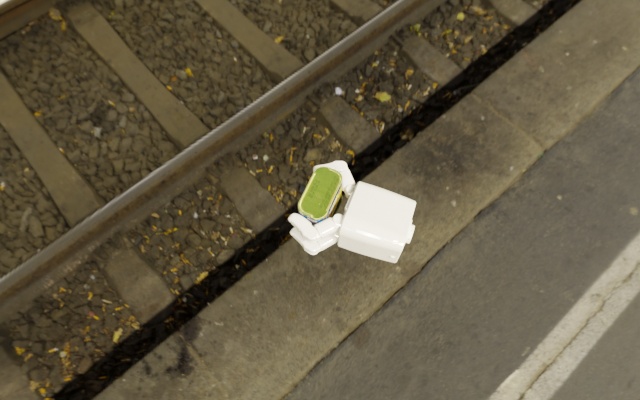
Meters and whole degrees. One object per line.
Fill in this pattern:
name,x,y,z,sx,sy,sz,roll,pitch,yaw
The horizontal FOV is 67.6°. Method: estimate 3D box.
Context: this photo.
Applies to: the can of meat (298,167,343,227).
can of meat,0.000,0.002,0.821,0.057,0.102,0.084,21,-23,9
